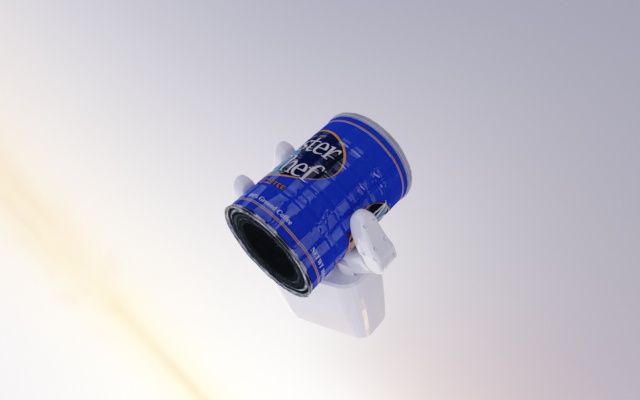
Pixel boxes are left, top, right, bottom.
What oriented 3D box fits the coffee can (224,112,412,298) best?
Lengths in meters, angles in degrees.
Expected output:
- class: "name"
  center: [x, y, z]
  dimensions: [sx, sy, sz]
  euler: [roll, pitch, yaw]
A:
- class: "coffee can"
  center: [0.000, 0.001, 0.431]
  dimensions: [0.140, 0.103, 0.103]
  euler: [-43, 21, -25]
